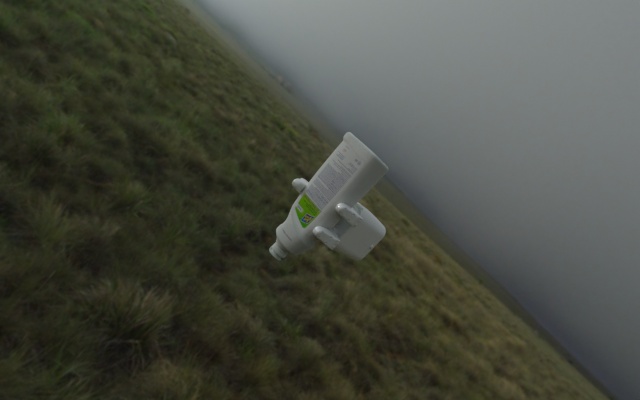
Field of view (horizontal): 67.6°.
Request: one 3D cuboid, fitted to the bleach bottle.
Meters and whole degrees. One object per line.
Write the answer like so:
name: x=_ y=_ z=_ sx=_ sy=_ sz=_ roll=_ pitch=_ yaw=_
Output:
bleach bottle: x=0.000 y=0.003 z=0.847 sx=0.068 sy=0.251 sz=0.102 roll=37 pitch=9 yaw=-46
